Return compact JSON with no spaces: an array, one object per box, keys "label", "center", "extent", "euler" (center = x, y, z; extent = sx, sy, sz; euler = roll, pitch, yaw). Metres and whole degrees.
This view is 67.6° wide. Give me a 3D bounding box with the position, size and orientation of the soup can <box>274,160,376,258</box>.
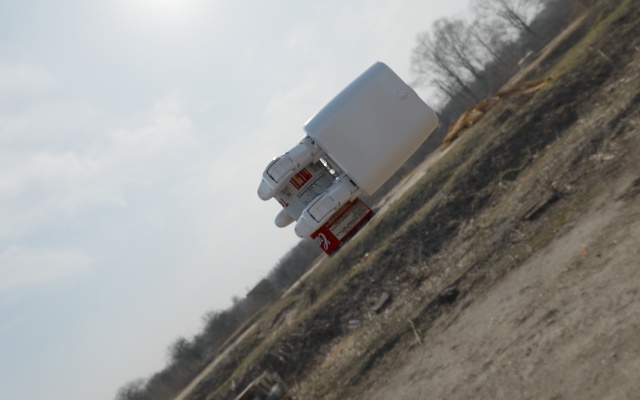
[{"label":"soup can","center":[0.000,0.002,0.515],"extent":[0.068,0.102,0.068],"euler":[-43,-4,-4]}]
